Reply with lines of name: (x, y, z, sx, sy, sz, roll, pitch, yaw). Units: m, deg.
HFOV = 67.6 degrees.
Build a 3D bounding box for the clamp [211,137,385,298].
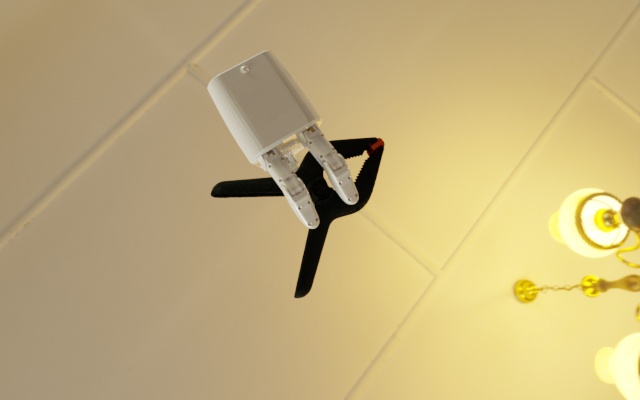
clamp: (0.000, 0.002, 0.572, 0.210, 0.164, 0.036, -32, -3, -12)
